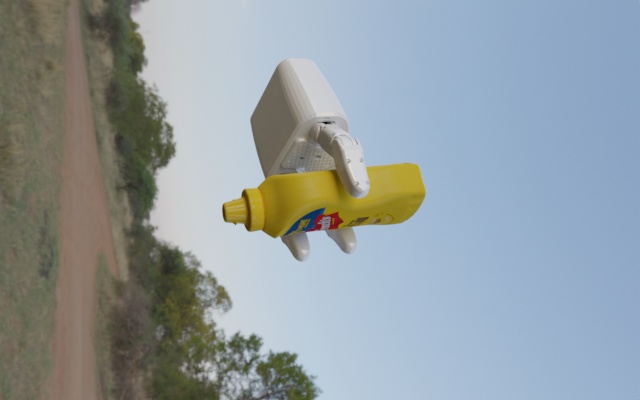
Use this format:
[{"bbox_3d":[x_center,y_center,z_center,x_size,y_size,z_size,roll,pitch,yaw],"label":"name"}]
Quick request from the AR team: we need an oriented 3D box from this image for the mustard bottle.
[{"bbox_3d":[0.000,0.002,0.471,0.191,0.058,0.096,-5,-16,-21],"label":"mustard bottle"}]
